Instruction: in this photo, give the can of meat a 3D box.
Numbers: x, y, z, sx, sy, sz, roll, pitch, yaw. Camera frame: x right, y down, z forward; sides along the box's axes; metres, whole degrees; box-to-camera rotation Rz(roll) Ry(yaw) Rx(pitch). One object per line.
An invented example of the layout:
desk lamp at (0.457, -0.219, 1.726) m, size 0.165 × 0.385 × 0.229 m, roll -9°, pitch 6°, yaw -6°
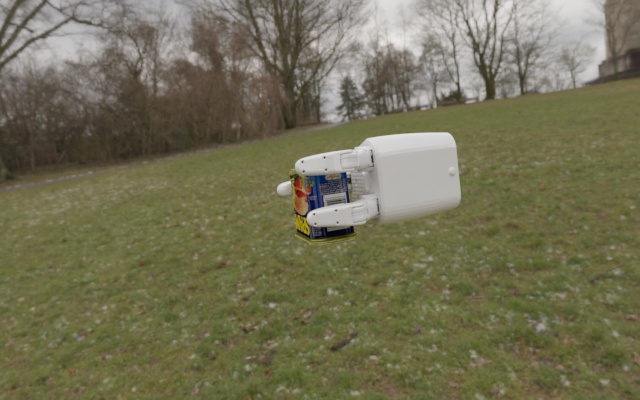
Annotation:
can of meat at (0.000, 0.001, 0.555) m, size 0.057 × 0.084 × 0.102 m, roll -8°, pitch 5°, yaw -15°
